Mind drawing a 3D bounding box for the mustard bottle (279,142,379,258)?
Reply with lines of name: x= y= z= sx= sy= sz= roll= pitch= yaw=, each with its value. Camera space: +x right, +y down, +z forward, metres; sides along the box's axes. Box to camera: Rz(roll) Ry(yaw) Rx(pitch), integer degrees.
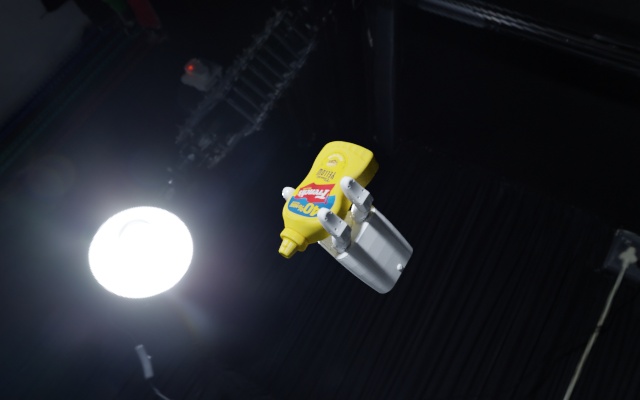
mustard bottle: x=0.000 y=0.002 z=0.700 sx=0.096 sy=0.191 sz=0.058 roll=18 pitch=-24 yaw=39
